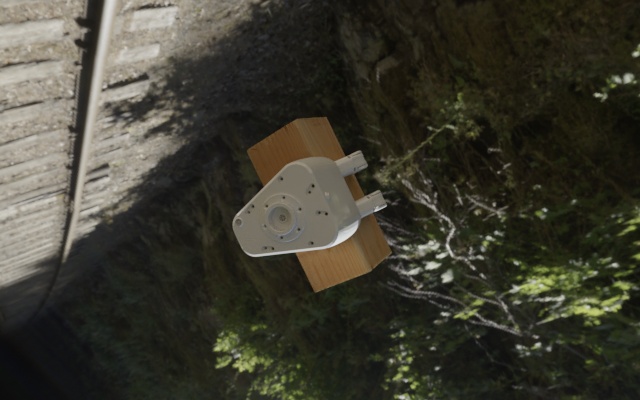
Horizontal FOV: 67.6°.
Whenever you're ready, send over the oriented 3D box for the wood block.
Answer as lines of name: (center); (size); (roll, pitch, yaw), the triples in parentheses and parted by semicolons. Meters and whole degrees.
wood block: (0.000, 0.002, 0.637); (0.091, 0.206, 0.090); (-26, -2, 29)
